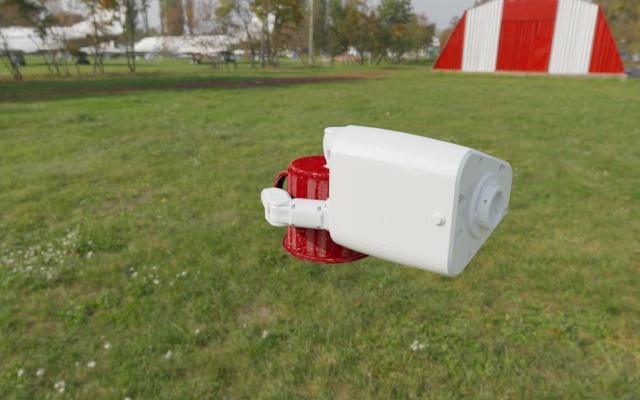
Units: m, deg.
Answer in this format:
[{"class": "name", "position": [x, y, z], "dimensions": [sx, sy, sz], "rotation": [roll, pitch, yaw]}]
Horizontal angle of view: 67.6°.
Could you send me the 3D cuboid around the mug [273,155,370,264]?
[{"class": "mug", "position": [-0.001, 0.001, 0.464], "dimensions": [0.117, 0.081, 0.093], "rotation": [15, 23, 37]}]
